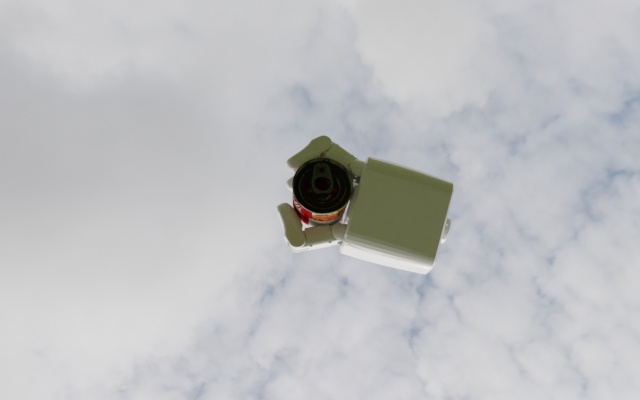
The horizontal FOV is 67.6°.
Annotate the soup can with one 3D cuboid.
[{"bbox_3d":[0.000,0.002,0.572,0.068,0.068,0.102,0,-22,-3],"label":"soup can"}]
